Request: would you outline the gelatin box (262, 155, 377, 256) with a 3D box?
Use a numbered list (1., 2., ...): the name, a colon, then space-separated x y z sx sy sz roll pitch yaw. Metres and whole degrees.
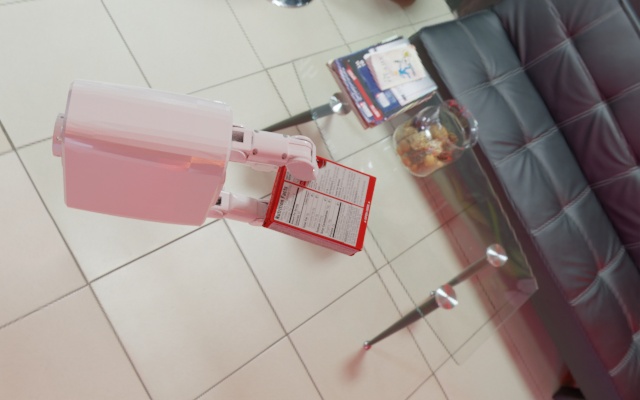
1. gelatin box: 0.001 0.001 0.428 0.089 0.073 0.030 19 -22 -14
